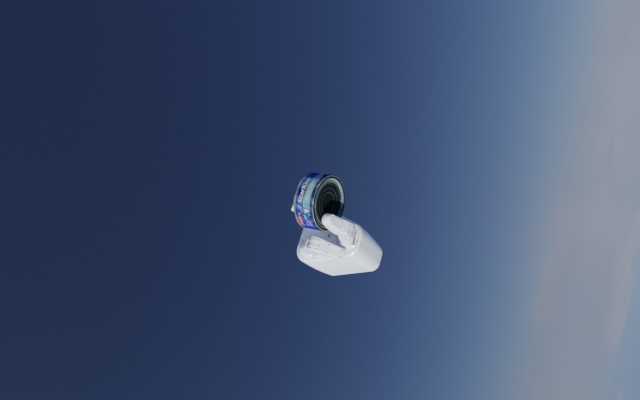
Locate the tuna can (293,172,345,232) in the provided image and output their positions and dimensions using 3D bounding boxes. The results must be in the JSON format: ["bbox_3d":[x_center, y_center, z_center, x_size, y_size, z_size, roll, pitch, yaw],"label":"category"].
[{"bbox_3d":[0.001,0.002,0.699,0.034,0.086,0.086,9,5,35],"label":"tuna can"}]
